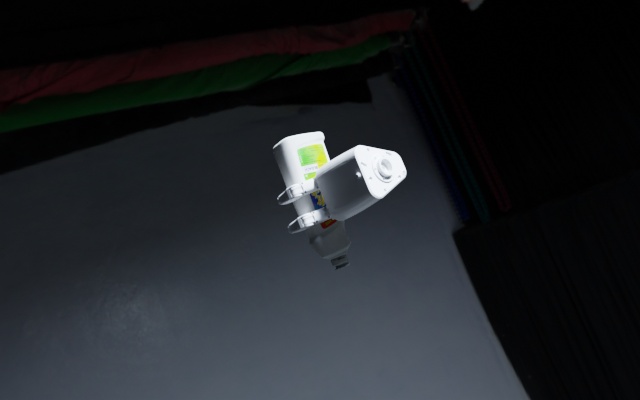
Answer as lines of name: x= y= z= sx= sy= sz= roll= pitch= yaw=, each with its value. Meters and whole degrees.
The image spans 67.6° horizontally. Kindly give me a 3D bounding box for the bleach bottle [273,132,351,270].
bleach bottle: x=0.000 y=0.003 z=0.878 sx=0.102 sy=0.251 sz=0.068 roll=-16 pitch=-9 yaw=-39
